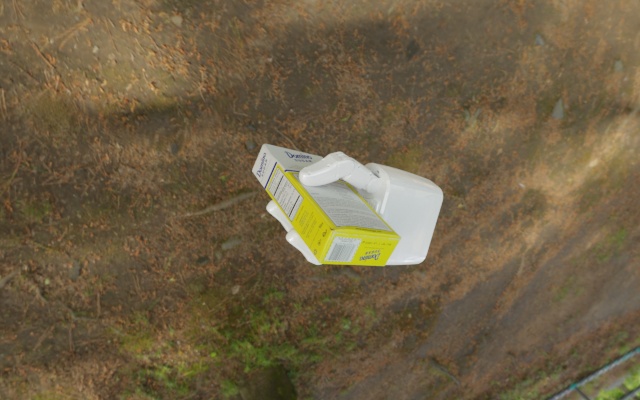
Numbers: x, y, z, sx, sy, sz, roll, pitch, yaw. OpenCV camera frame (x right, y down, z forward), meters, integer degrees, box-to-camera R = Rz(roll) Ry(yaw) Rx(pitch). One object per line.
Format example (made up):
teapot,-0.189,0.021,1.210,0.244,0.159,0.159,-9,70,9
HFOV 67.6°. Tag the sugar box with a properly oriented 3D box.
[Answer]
sugar box,0.000,0.002,0.533,0.093,0.048,0.176,9,25,-37
